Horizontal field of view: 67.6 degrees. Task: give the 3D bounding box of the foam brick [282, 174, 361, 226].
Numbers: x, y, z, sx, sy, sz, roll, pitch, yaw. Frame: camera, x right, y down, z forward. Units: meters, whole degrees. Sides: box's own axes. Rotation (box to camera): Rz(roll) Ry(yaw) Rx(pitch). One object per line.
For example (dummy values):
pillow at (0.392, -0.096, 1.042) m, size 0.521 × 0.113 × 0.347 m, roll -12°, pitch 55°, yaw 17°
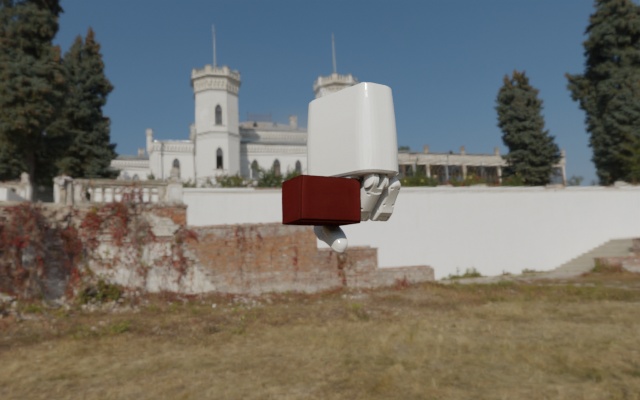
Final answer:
foam brick at (0.000, 0.002, 0.545) m, size 0.078 × 0.051 × 0.053 m, roll 3°, pitch -8°, yaw -29°
